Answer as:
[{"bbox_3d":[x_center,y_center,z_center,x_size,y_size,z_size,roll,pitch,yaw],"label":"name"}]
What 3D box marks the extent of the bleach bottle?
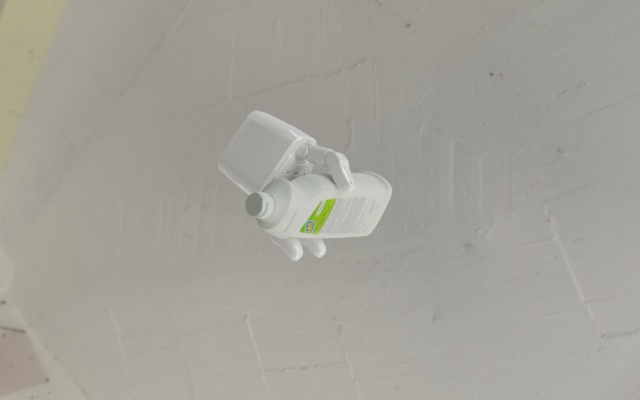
[{"bbox_3d":[0.000,0.002,0.649,0.068,0.102,0.251,33,17,32],"label":"bleach bottle"}]
